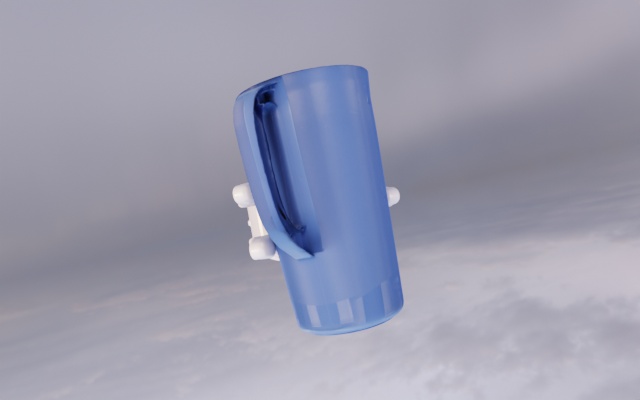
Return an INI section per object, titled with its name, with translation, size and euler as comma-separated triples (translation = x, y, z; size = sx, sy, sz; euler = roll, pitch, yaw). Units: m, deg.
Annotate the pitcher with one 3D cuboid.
[pitcher]
translation = 0.000, 0.002, 0.464
size = 0.149, 0.243, 0.145
euler = -12, -1, -16
